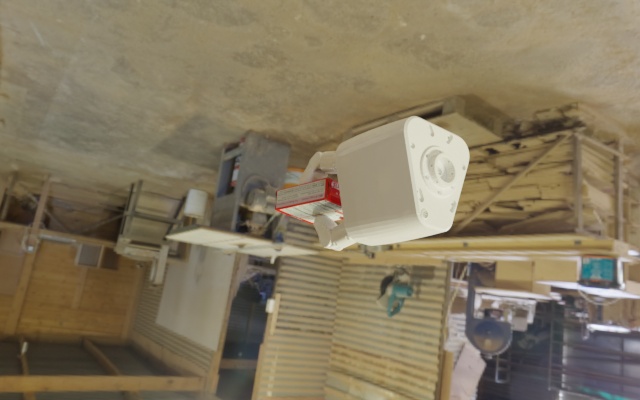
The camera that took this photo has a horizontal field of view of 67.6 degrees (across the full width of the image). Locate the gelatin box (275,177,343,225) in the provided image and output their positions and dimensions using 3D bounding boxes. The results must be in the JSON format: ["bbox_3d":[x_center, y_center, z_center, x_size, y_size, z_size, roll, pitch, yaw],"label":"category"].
[{"bbox_3d":[0.000,0.002,0.590,0.089,0.030,0.073,-13,-25,40],"label":"gelatin box"}]
